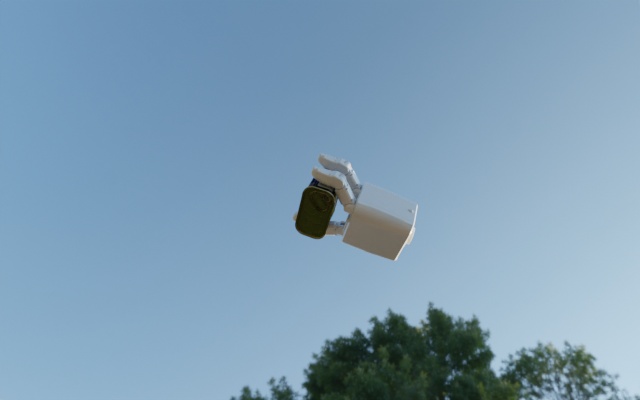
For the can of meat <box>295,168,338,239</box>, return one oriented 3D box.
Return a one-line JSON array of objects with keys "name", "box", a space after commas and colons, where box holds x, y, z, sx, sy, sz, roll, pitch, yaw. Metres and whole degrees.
[{"name": "can of meat", "box": [0.000, 0.003, 0.847, 0.057, 0.102, 0.084, 19, 33, 6]}]
